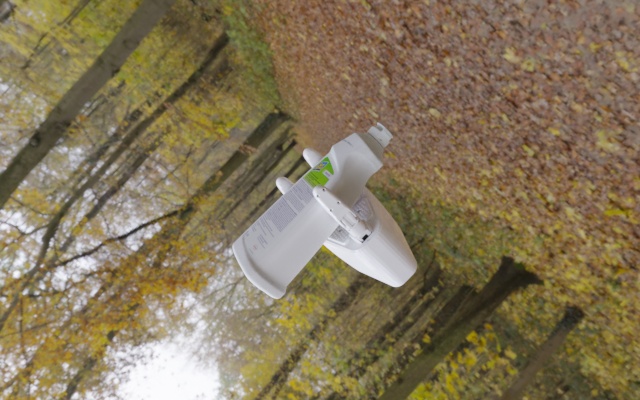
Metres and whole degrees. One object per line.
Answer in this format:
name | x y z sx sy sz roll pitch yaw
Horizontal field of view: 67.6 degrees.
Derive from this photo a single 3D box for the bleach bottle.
bleach bottle | 0.000 0.002 0.614 0.068 0.251 0.102 43 1 -35
